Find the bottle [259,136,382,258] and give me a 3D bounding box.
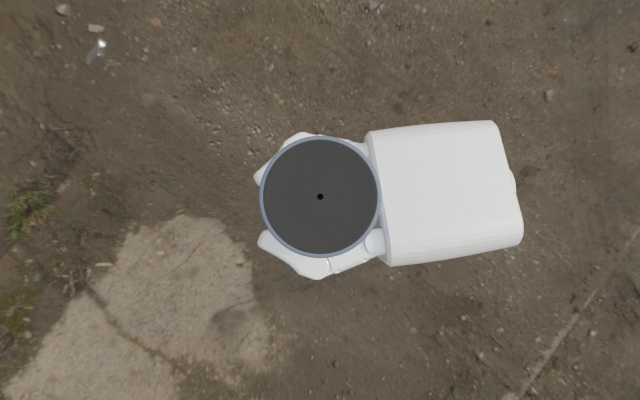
[{"bbox_3d":[0.000,0.001,0.403,0.069,0.069,0.296,0,-1,0],"label":"bottle"}]
